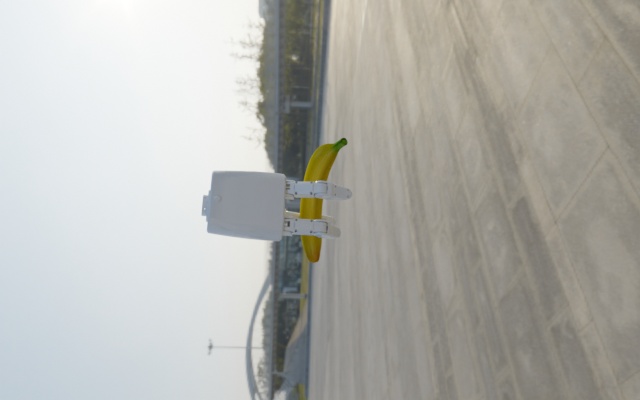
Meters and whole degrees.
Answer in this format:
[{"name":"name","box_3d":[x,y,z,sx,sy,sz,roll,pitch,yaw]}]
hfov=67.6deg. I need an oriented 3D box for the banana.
[{"name":"banana","box_3d":[-0.006,-0.005,0.748,0.037,0.198,0.069,8,8,-24]}]
